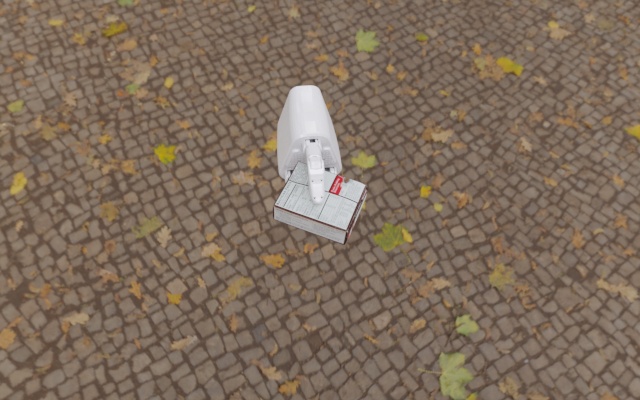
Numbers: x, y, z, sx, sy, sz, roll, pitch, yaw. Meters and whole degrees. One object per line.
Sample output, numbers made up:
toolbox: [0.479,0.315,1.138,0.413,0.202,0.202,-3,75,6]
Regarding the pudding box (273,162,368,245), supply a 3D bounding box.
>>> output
pudding box: [0.000,0.002,0.676,0.113,0.090,0.039,18,-34,12]
